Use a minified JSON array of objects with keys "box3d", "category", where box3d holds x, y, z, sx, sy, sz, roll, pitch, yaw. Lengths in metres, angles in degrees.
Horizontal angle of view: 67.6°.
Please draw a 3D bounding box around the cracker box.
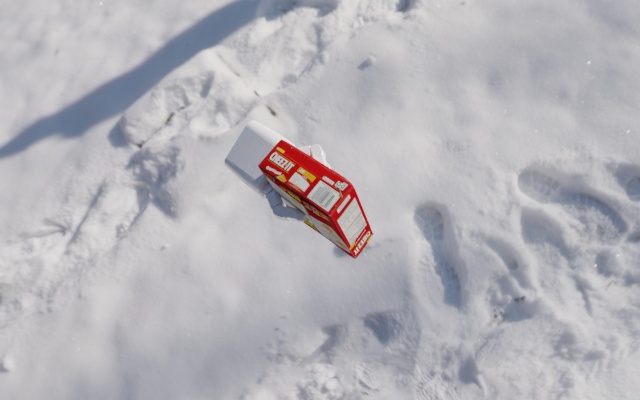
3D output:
[{"box3d":[0.000,0.003,0.851,0.164,0.072,0.214,34,-12,26],"category":"cracker box"}]
